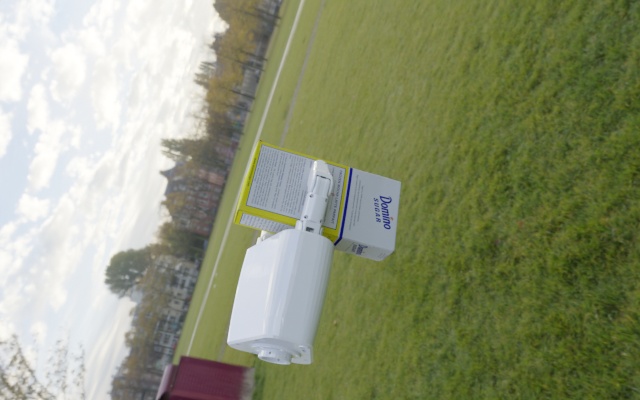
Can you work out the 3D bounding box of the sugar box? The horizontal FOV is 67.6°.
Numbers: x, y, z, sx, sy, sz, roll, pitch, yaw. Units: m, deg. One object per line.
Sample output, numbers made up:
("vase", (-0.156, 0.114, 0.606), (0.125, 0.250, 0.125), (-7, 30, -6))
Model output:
("sugar box", (0.000, 0.002, 0.541), (0.176, 0.093, 0.048), (17, -28, -12))
